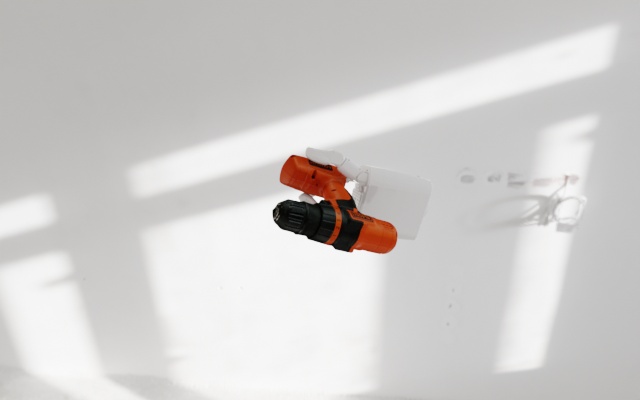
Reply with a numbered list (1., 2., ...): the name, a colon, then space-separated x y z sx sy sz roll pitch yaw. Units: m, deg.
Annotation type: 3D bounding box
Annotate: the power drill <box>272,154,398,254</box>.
1. power drill: 0.000 0.002 0.681 0.184 0.057 0.187 17 24 -29
